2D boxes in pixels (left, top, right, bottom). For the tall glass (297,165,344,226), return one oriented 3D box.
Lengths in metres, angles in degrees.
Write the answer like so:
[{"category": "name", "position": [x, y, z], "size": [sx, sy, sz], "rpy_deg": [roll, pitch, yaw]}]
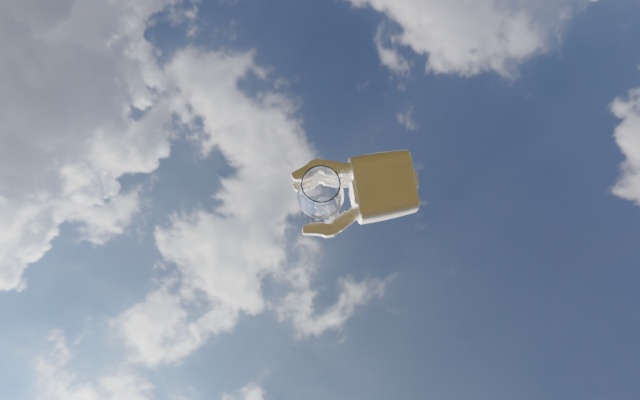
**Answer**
[{"category": "tall glass", "position": [0.000, 0.003, 0.832], "size": [0.079, 0.079, 0.201], "rpy_deg": [0, -17, 0]}]
